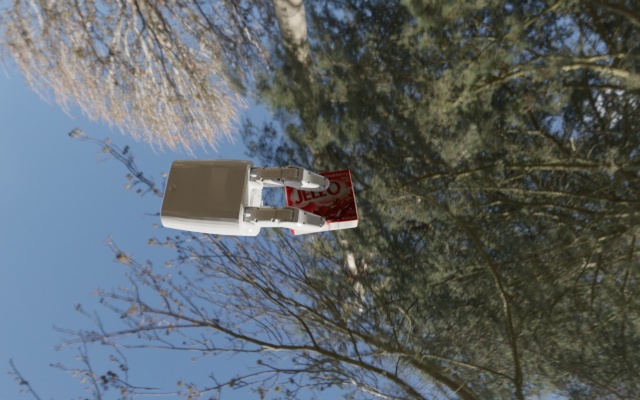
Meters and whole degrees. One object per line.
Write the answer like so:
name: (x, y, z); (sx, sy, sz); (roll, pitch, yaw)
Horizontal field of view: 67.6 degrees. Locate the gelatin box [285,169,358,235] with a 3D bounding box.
gelatin box: (0.000, 0.002, 0.629); (0.089, 0.073, 0.030); (-7, -22, -3)
